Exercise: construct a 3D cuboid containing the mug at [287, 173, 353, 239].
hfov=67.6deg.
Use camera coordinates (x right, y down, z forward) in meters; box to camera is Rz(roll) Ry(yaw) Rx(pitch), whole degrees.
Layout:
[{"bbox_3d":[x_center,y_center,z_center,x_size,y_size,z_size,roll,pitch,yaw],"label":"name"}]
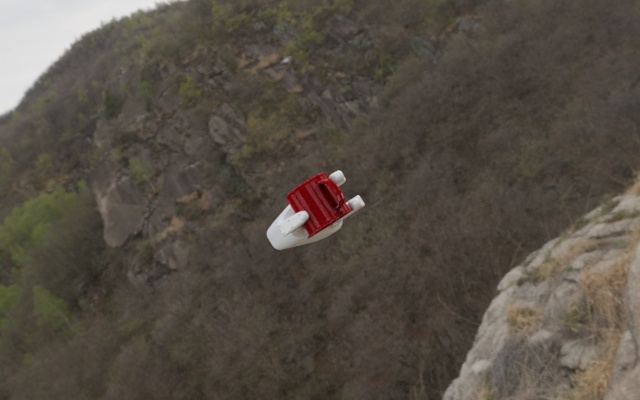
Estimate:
[{"bbox_3d":[0.001,0.002,0.804,0.093,0.081,0.117,-30,-5,-31],"label":"mug"}]
